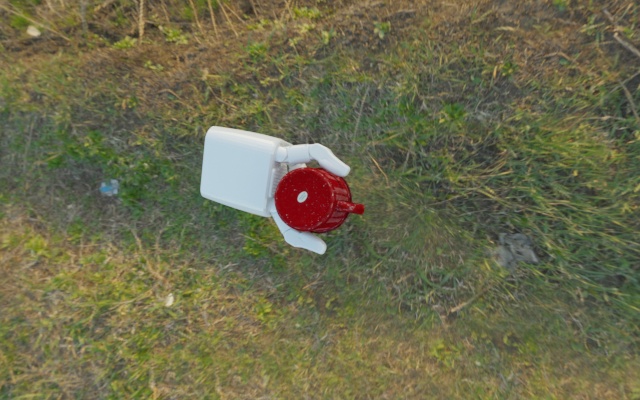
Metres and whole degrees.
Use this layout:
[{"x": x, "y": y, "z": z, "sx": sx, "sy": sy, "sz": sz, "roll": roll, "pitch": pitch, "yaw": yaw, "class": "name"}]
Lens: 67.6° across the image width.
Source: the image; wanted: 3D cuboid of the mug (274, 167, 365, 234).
[{"x": 0.001, "y": 0.002, "z": 0.629, "sx": 0.117, "sy": 0.093, "sz": 0.081, "roll": 14, "pitch": 2, "yaw": 15, "class": "mug"}]
